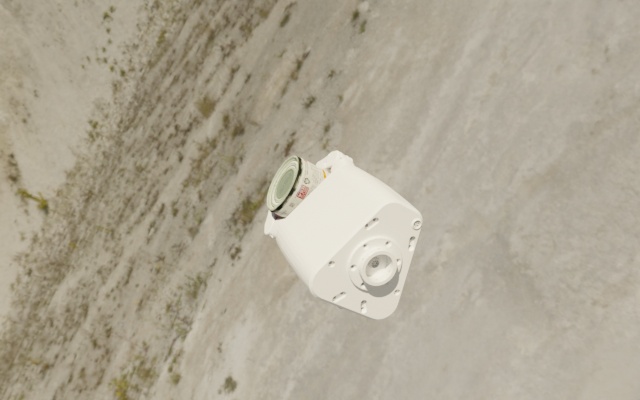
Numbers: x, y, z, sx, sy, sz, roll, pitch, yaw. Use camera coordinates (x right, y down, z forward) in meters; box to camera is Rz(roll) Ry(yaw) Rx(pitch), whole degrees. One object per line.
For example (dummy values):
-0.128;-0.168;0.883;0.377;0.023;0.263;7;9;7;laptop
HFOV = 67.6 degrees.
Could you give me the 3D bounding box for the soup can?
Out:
0.000;0.001;0.530;0.102;0.068;0.068;26;-12;-25;soup can
